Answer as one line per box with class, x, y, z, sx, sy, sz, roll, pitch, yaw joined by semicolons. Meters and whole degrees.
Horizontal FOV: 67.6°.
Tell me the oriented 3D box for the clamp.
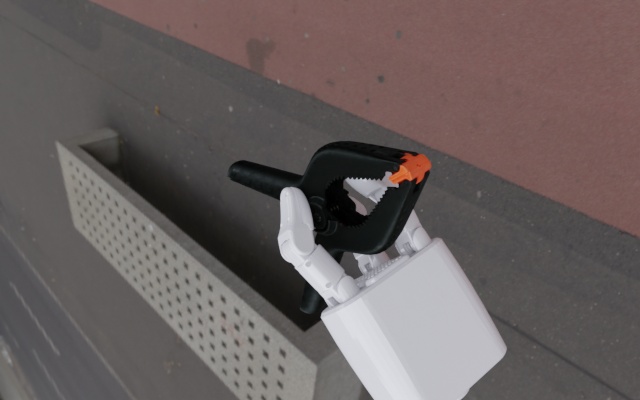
clamp;0.000;0.002;0.400;0.036;0.164;0.210;-31;-5;-41
